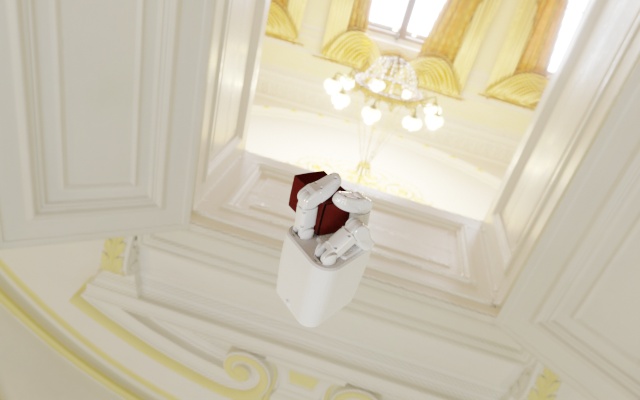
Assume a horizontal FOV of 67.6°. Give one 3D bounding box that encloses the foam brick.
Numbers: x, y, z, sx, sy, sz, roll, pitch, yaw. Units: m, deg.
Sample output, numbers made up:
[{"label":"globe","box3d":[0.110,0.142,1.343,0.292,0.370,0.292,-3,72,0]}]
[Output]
[{"label":"foam brick","box3d":[0.000,0.002,0.648,0.053,0.051,0.078,-9,38,-34]}]
